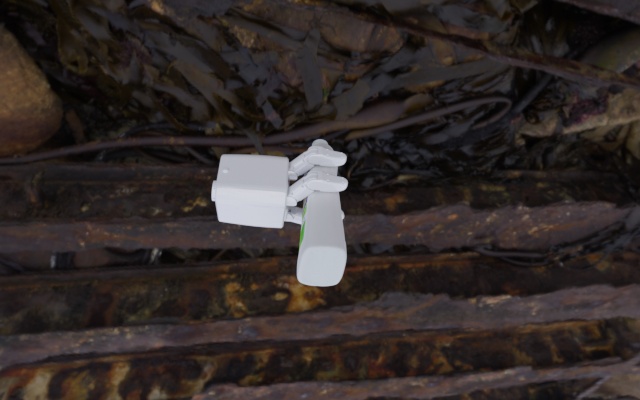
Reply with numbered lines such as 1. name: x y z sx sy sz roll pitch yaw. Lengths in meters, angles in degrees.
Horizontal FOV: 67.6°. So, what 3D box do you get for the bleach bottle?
1. bleach bottle: 0.000 0.002 0.756 0.068 0.250 0.103 4 -42 -6
